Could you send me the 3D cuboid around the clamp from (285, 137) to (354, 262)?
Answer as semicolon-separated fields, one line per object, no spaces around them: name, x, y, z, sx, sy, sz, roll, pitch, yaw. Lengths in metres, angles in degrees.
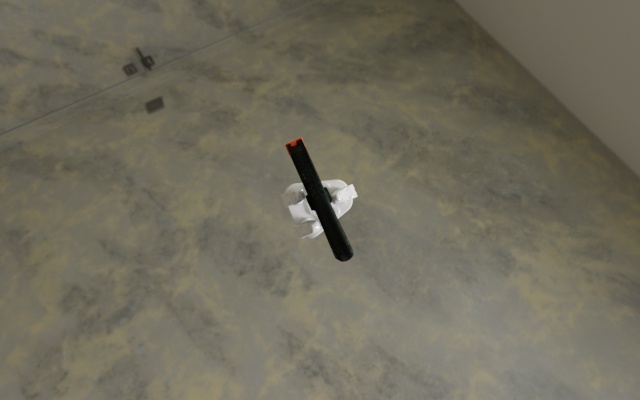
clamp;0.001;0.002;0.728;0.036;0.210;0.164;-23;1;-3
